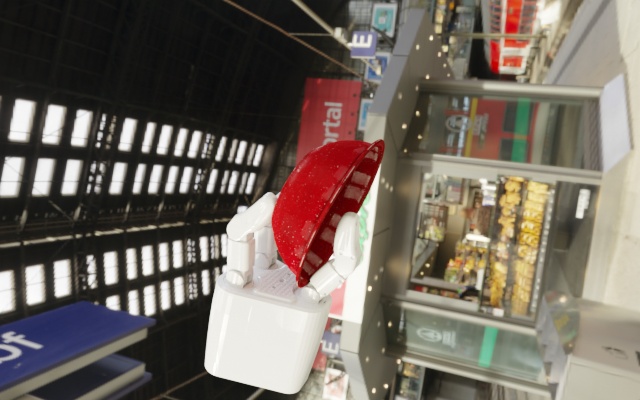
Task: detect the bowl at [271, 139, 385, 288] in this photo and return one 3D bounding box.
[{"bbox_3d":[0.000,0.000,0.464,0.055,0.162,0.162,30,7,12],"label":"bowl"}]
